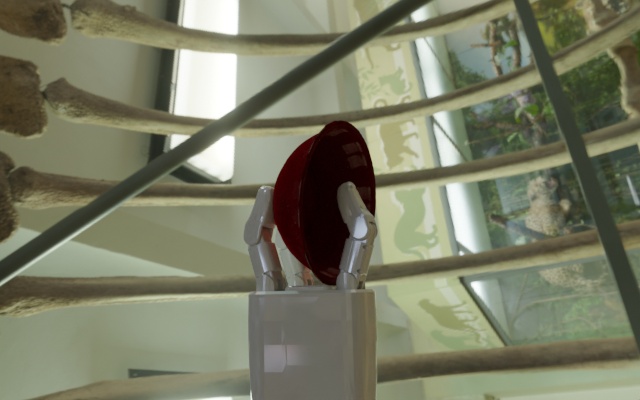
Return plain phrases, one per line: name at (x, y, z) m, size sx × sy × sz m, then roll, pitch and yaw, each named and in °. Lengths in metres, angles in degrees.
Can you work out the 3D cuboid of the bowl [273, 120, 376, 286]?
bowl at (0.000, 0.000, 0.481) m, size 0.055 × 0.162 × 0.162 m, roll 3°, pitch 2°, yaw 30°
